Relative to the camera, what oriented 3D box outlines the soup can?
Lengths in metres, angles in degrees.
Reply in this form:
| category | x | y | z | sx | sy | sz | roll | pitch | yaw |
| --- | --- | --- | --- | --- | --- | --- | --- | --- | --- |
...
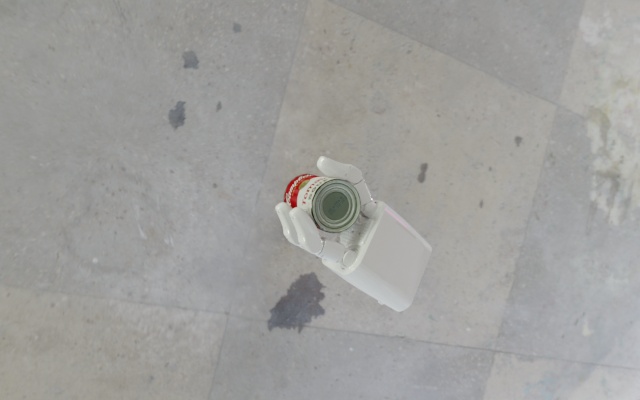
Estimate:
| category | x | y | z | sx | sy | sz | roll | pitch | yaw |
| --- | --- | --- | --- | --- | --- | --- | --- | --- | --- |
| soup can | 0.000 | 0.002 | 0.618 | 0.068 | 0.068 | 0.102 | 0 | 6 | -23 |
